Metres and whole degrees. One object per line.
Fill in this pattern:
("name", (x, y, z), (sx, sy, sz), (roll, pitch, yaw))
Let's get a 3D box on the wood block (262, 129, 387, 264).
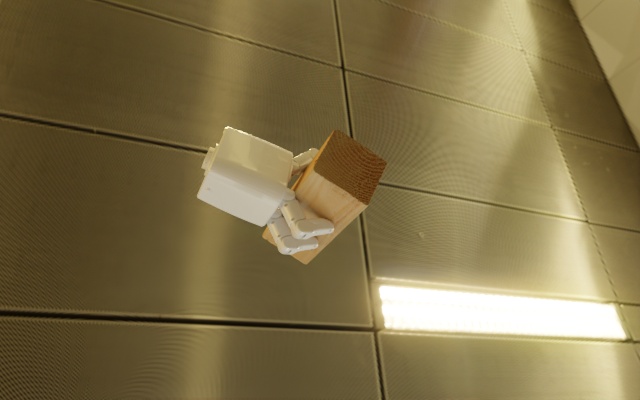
("wood block", (0.000, 0.002, 0.715), (0.090, 0.090, 0.206), (33, -38, -7))
